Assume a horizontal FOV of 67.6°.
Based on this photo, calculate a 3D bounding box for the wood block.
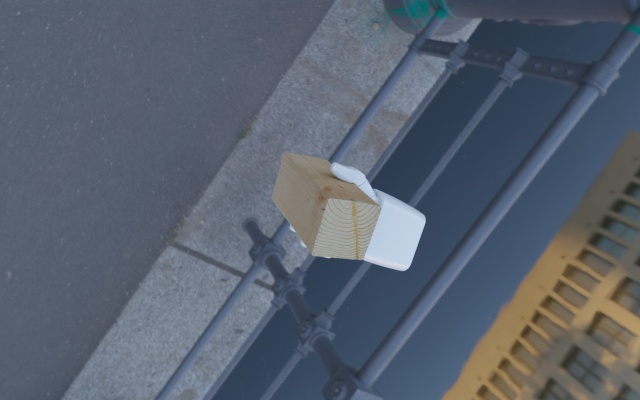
[{"bbox_3d":[0.001,0.002,0.761,0.090,0.091,0.206,9,19,-26],"label":"wood block"}]
